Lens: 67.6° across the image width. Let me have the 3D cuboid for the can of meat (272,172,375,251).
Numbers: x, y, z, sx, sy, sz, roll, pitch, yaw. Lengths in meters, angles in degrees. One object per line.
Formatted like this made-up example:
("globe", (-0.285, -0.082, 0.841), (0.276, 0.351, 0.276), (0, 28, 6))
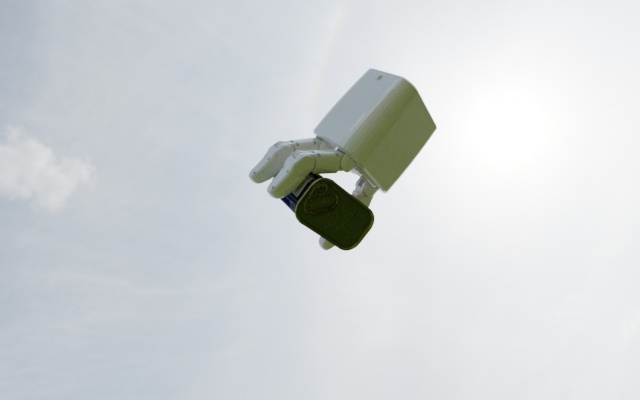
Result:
("can of meat", (0.000, 0.002, 0.555), (0.102, 0.057, 0.084), (35, 3, -35))
